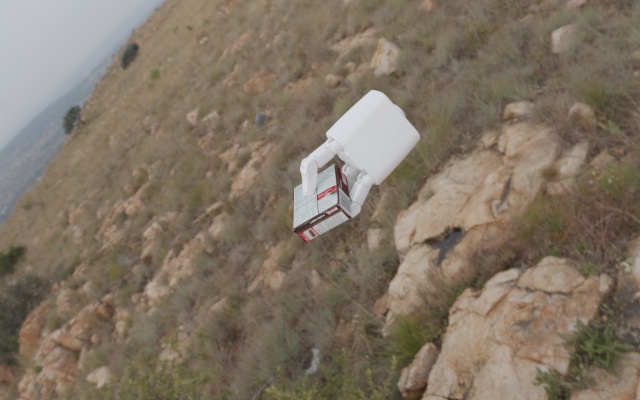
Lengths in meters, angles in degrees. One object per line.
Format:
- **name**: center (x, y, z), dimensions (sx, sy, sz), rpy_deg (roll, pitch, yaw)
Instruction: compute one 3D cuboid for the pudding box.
- **pudding box**: center (0.000, 0.002, 0.767), dimensions (0.090, 0.039, 0.113), rpy_deg (-31, 32, 20)
